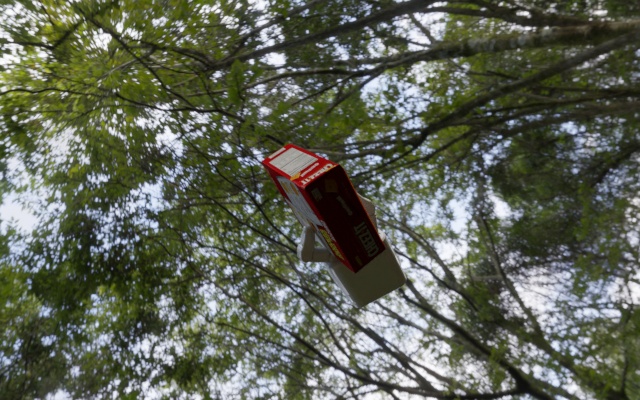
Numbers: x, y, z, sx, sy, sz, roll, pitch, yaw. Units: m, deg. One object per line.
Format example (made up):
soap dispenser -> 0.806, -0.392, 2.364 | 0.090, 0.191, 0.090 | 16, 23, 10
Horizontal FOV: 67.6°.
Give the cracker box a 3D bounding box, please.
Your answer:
cracker box -> 0.000, 0.003, 0.777 | 0.072, 0.164, 0.213 | -36, 25, -11
